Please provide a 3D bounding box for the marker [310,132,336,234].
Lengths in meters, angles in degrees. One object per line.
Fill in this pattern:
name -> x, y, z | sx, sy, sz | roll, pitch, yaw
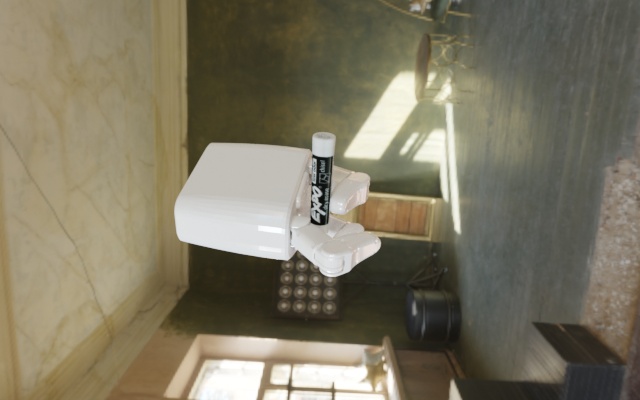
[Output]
marker -> 0.000, 0.001, 0.413 | 0.020, 0.121, 0.020 | 2, 27, -1
